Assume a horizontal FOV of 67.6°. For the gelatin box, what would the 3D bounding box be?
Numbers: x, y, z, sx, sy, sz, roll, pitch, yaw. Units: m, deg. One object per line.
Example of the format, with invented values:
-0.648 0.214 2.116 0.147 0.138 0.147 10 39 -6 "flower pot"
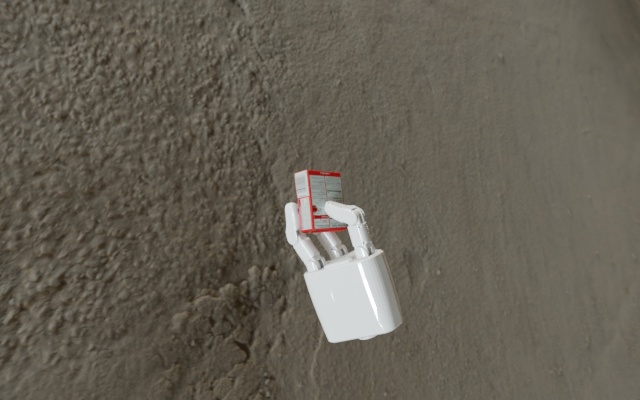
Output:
0.000 0.002 0.694 0.030 0.089 0.073 -11 -8 42 "gelatin box"
